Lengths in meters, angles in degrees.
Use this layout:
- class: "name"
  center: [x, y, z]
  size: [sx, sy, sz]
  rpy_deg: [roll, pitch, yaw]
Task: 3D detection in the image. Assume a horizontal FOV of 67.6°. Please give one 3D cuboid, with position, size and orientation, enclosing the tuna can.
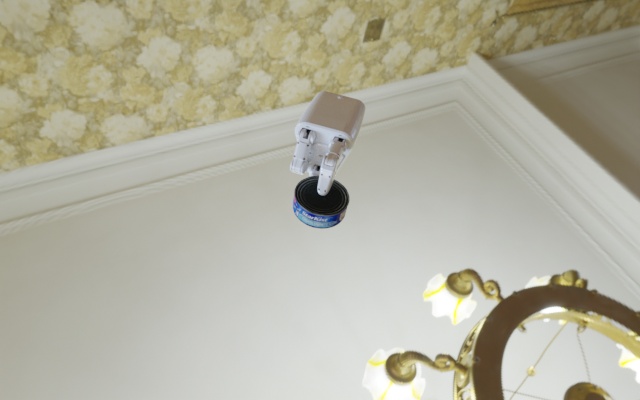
- class: "tuna can"
  center: [0.000, 0.003, 0.742]
  size: [0.086, 0.086, 0.034]
  rpy_deg: [0, -44, -12]
